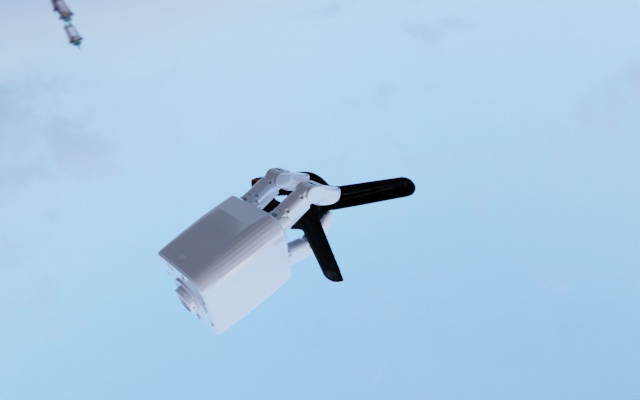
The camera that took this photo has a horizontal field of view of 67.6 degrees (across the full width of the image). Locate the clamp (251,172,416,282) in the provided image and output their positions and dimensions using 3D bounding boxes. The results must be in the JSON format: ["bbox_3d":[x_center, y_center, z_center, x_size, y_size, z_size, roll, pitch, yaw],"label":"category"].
[{"bbox_3d":[0.000,0.003,0.590,0.210,0.036,0.164,25,54,40],"label":"clamp"}]
